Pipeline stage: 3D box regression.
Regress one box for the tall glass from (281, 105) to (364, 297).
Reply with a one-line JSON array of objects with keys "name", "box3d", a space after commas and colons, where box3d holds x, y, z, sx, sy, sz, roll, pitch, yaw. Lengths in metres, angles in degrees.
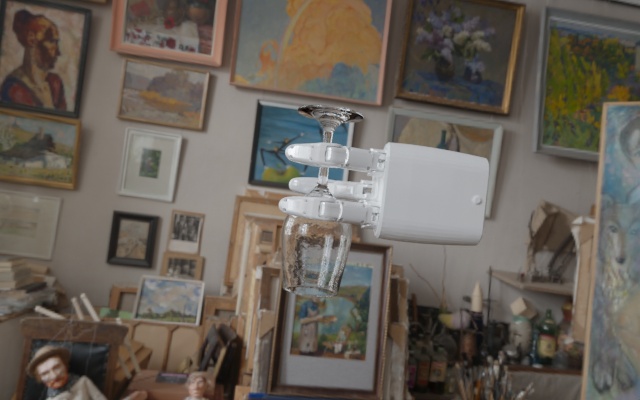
[{"name": "tall glass", "box3d": [0.000, 0.001, 0.530, 0.079, 0.201, 0.079, 7, -2, 0]}]
